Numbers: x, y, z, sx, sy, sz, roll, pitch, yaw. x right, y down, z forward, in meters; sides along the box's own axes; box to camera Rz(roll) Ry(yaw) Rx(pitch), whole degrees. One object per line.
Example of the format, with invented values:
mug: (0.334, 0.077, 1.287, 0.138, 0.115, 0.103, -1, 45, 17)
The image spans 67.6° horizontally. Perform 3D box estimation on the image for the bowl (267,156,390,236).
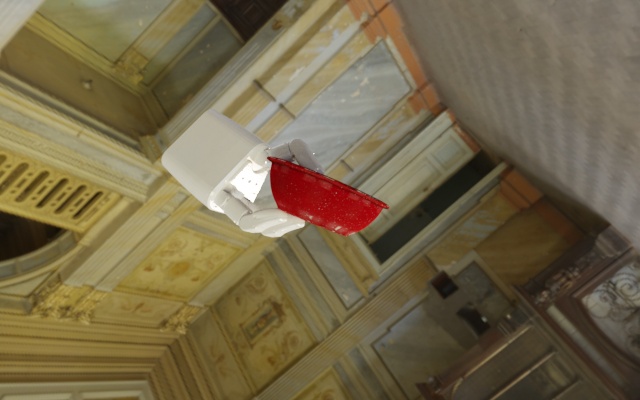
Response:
bowl: (0.001, 0.003, 0.584, 0.162, 0.055, 0.162, 22, -2, 1)
